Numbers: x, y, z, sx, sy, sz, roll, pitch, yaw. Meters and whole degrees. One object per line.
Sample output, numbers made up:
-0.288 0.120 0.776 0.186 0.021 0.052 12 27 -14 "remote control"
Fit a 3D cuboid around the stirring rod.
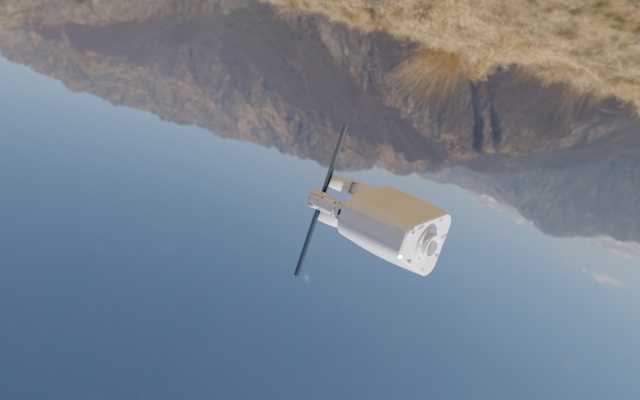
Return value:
0.000 0.002 0.720 0.011 0.239 0.011 18 9 -3 "stirring rod"
